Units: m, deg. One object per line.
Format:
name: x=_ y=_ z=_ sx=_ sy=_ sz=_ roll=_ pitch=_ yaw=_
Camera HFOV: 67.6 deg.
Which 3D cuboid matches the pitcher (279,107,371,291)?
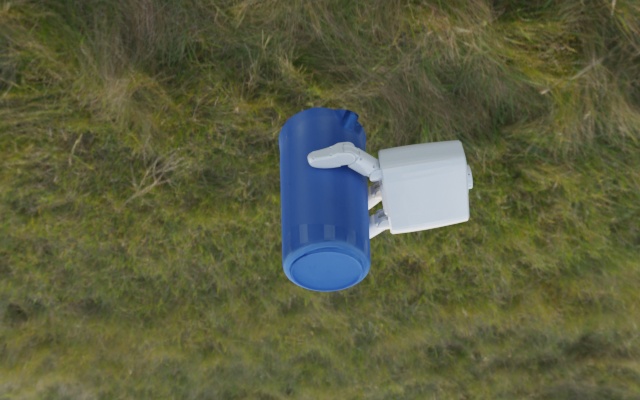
pitcher: x=0.000 y=0.002 z=0.662 sx=0.145 sy=0.242 sz=0.149 roll=-8 pitch=-42 yaw=8
